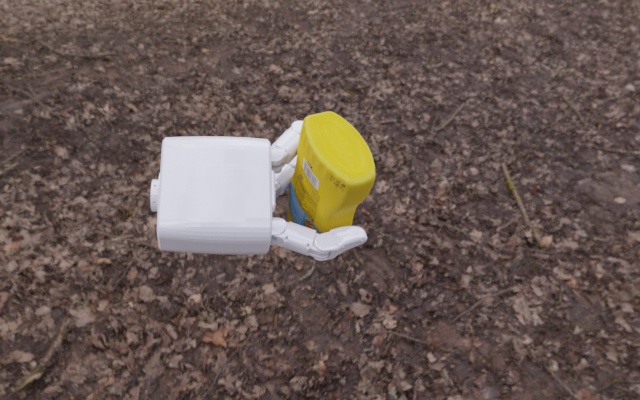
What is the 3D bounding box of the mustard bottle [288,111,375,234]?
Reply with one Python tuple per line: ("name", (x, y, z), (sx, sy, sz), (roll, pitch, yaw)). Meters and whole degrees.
("mustard bottle", (0.000, 0.002, 0.528), (0.058, 0.096, 0.192), (-19, -29, -25))
